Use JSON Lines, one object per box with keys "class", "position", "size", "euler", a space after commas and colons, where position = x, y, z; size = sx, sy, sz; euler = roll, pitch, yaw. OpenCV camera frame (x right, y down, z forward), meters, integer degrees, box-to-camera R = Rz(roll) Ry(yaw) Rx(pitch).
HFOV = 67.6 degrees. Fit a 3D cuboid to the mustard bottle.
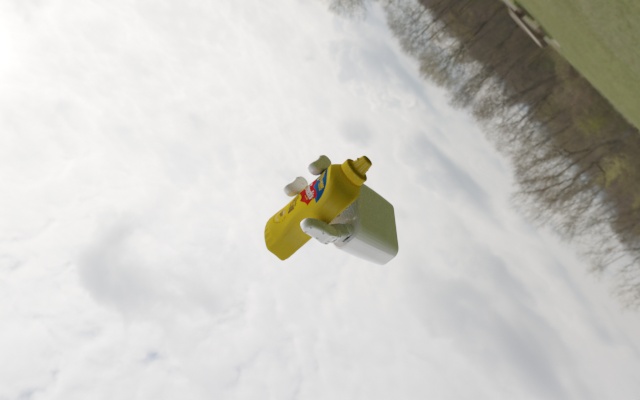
{"class": "mustard bottle", "position": [0.000, 0.002, 0.694], "size": [0.192, 0.058, 0.096], "euler": [-41, 19, 23]}
